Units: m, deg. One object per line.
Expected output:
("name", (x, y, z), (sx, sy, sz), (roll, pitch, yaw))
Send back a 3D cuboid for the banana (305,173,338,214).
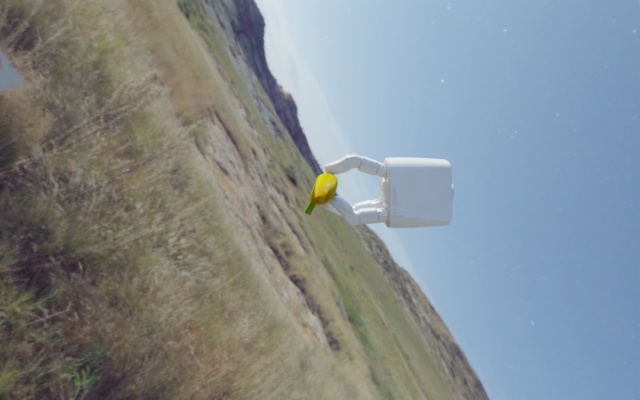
("banana", (0.006, -0.014, 0.806), (0.037, 0.069, 0.198), (19, -9, -2))
